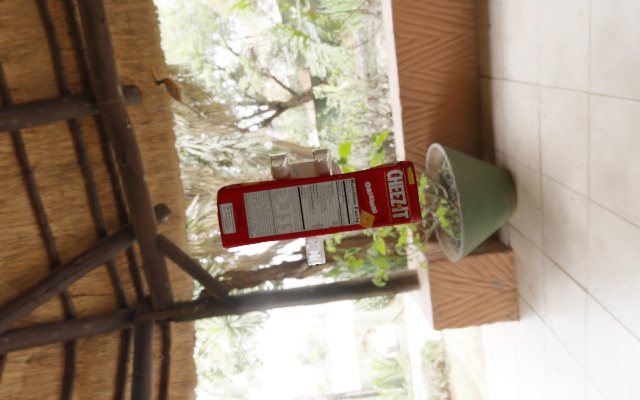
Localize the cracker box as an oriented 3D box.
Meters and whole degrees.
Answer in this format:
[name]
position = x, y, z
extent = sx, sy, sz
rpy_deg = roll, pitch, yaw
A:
[cracker box]
position = 0.000, 0.002, 0.575
extent = 0.214, 0.072, 0.164
rpy_deg = -8, 1, 3
